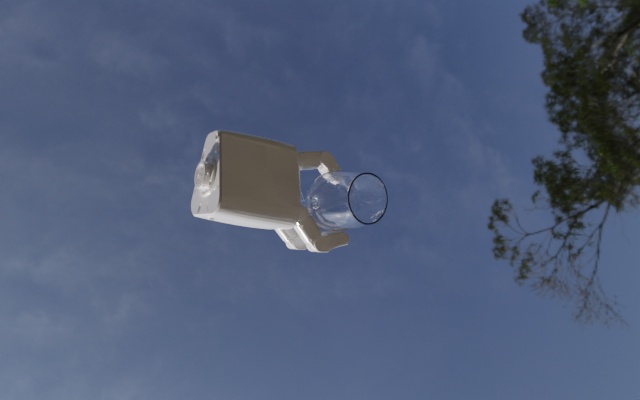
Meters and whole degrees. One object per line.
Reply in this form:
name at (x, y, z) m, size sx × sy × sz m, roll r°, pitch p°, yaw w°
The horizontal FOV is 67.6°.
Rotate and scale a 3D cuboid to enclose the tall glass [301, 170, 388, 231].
tall glass at (0.000, 0.002, 0.642) m, size 0.079 × 0.079 × 0.201 m, roll 0°, pitch -3°, yaw -35°
